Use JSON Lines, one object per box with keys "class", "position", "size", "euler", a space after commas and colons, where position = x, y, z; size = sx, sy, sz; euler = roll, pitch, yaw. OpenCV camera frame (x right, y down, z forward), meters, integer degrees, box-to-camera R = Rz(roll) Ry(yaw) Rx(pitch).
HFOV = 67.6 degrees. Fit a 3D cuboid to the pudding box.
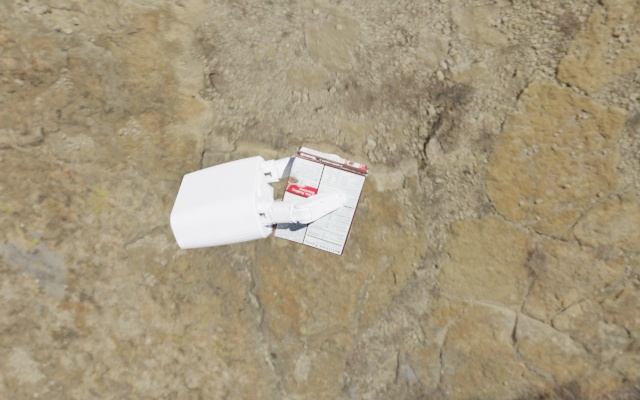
{"class": "pudding box", "position": [0.000, 0.002, 0.574], "size": [0.090, 0.113, 0.039], "euler": [16, 23, 0]}
